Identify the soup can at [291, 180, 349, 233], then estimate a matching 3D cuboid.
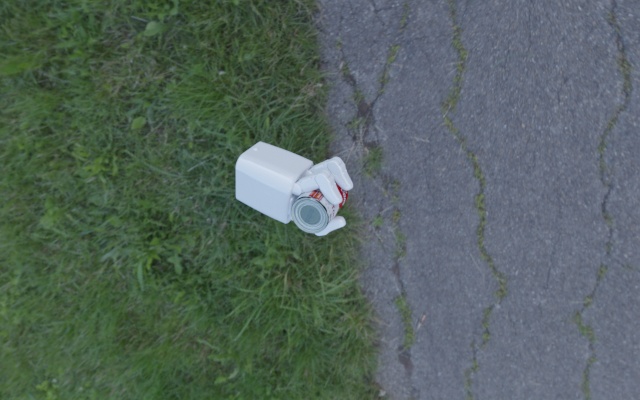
[{"bbox_3d":[0.000,0.003,0.808,0.068,0.068,0.102,0,26,24],"label":"soup can"}]
